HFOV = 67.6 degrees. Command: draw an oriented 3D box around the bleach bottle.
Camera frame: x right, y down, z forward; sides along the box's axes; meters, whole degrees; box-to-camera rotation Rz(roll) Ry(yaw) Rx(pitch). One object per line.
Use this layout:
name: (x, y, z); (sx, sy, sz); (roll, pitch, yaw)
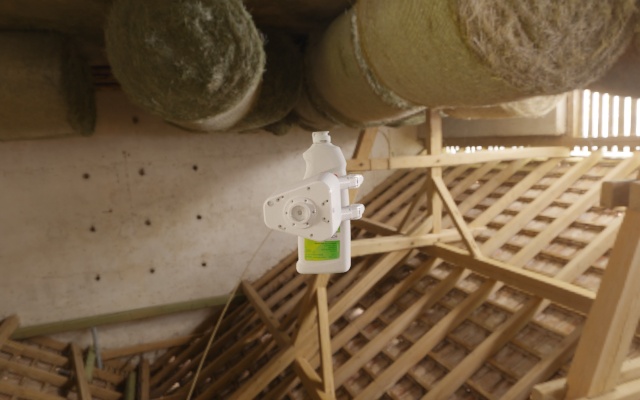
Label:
bleach bottle: (0.000, 0.003, 0.864); (0.102, 0.251, 0.068); (-3, 8, 8)
